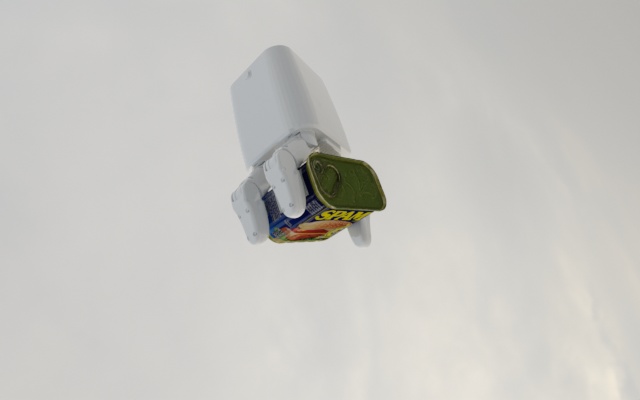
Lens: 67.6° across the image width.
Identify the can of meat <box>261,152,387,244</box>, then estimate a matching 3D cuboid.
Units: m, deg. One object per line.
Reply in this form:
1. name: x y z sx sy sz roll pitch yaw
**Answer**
1. can of meat: 0.000 0.002 0.470 0.084 0.057 0.102 -34 -24 35
